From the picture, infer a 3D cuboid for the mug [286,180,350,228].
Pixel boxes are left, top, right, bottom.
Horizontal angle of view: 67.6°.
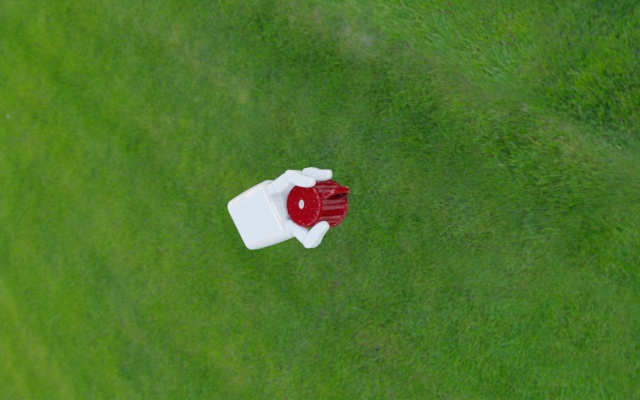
[{"bbox_3d":[0.001,0.002,0.875,0.117,0.093,0.081,-25,-13,34],"label":"mug"}]
